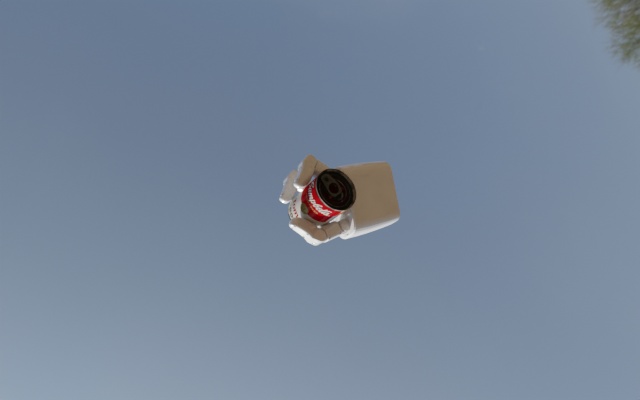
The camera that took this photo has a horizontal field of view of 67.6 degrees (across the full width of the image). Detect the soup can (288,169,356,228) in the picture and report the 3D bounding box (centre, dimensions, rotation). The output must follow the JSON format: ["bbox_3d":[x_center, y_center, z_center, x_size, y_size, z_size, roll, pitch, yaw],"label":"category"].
[{"bbox_3d":[0.000,0.003,0.739,0.068,0.068,0.102,0,-22,-30],"label":"soup can"}]
